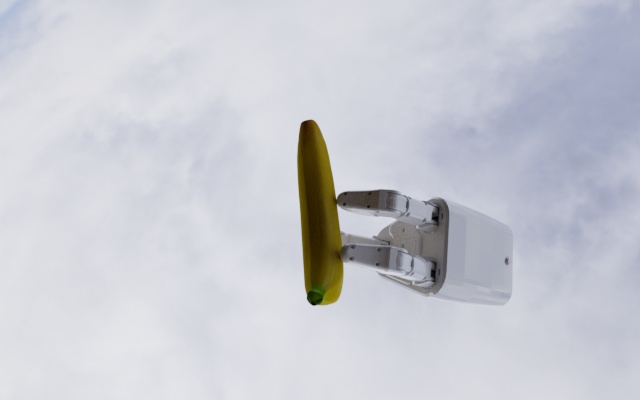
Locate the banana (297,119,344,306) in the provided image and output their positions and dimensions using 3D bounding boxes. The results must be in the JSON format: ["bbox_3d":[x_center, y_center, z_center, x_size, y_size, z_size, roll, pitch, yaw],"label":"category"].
[{"bbox_3d":[0.000,0.015,0.435,0.037,0.197,0.070,-3,-37,-4],"label":"banana"}]
